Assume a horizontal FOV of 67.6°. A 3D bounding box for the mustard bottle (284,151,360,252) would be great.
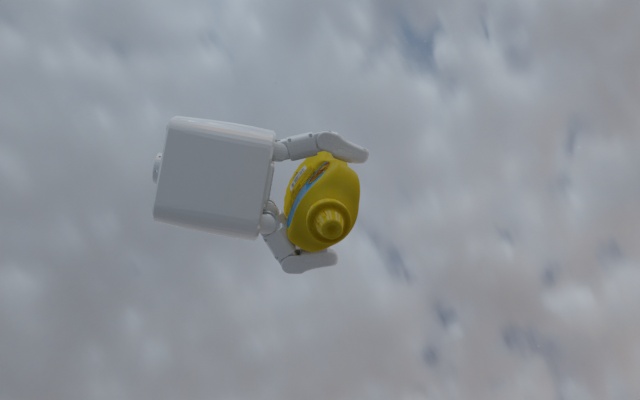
[{"bbox_3d":[0.000,0.002,0.502,0.058,0.096,0.191,34,8,-12],"label":"mustard bottle"}]
